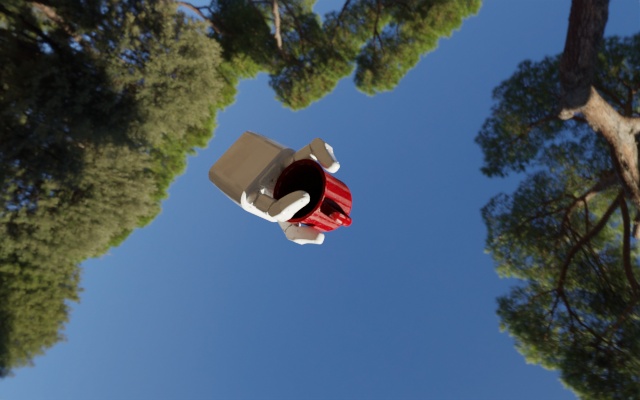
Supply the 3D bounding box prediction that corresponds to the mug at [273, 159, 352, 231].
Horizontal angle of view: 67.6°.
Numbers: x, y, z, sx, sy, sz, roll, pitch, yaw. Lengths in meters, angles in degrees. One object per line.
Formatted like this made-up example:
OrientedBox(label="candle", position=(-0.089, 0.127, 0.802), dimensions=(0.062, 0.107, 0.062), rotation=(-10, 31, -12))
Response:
OrientedBox(label="mug", position=(0.001, 0.003, 0.681), dimensions=(0.117, 0.093, 0.081), rotation=(33, 5, 40))
